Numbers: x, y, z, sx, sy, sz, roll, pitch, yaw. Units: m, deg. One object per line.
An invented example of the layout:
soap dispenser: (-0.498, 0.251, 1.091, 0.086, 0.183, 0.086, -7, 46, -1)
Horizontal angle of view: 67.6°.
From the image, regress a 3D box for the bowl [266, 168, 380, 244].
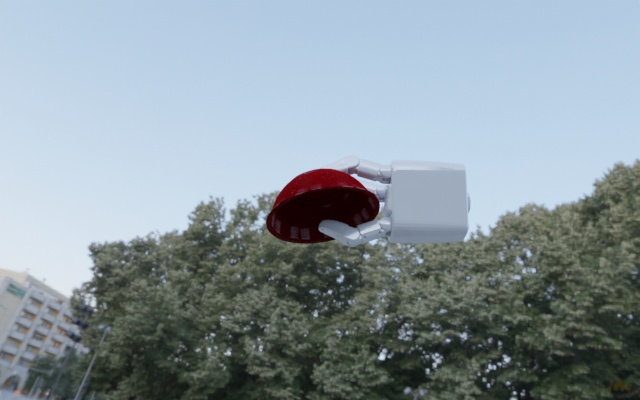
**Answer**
bowl: (-0.001, 0.002, 0.678, 0.162, 0.055, 0.162, -9, -29, -5)
